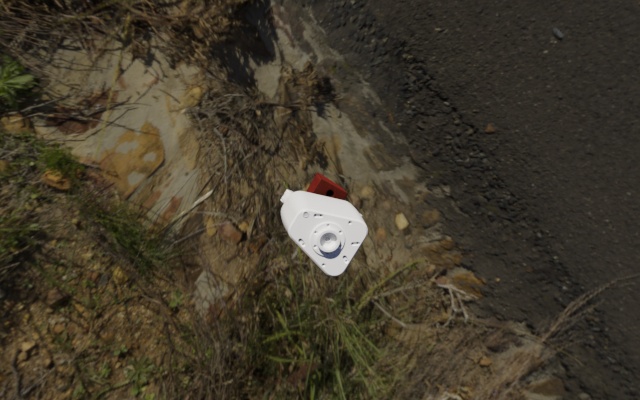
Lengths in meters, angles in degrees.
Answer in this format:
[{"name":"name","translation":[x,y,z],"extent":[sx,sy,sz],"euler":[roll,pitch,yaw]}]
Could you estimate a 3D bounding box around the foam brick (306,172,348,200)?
[{"name":"foam brick","translation":[0.000,0.002,0.790],"extent":[0.053,0.078,0.051],"euler":[29,7,-15]}]
